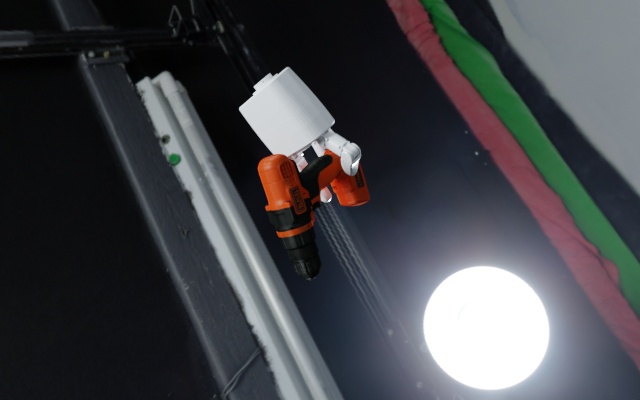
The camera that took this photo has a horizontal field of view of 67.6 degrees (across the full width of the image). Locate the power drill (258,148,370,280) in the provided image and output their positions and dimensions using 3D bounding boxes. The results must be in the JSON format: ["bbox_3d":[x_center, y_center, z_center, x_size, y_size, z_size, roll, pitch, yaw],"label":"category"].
[{"bbox_3d":[0.000,0.002,0.718,0.057,0.184,0.187,-7,15,39],"label":"power drill"}]
